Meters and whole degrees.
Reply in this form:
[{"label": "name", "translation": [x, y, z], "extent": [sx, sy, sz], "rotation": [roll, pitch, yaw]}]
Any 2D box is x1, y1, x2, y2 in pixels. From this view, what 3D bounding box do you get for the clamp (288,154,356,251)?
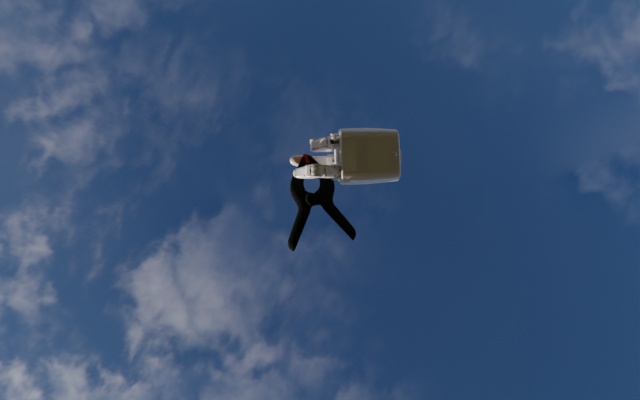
[{"label": "clamp", "translation": [0.000, 0.003, 0.848], "extent": [0.120, 0.171, 0.039], "rotation": [-2, -3, -4]}]
